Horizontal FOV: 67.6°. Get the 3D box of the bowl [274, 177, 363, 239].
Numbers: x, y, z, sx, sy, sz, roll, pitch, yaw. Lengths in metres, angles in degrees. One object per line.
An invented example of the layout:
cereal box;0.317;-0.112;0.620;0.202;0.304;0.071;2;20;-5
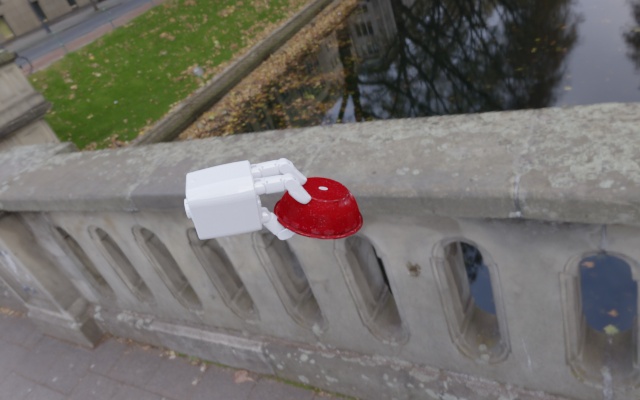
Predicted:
bowl;0.001;0.002;0.840;0.162;0.055;0.162;7;28;-4
